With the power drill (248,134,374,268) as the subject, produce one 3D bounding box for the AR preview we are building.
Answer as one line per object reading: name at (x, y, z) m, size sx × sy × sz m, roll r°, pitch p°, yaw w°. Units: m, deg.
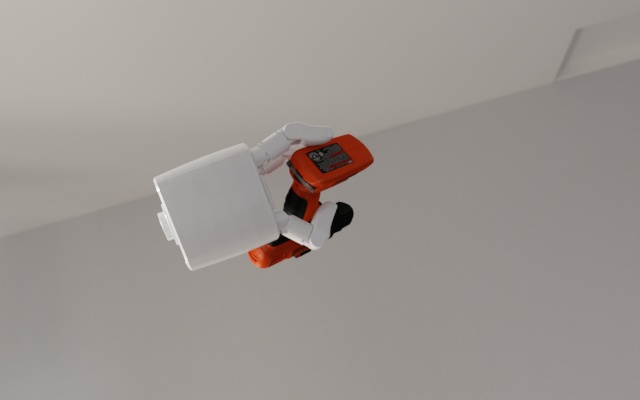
power drill at (0.000, 0.002, 0.631) m, size 0.184 × 0.057 × 0.188 m, roll -25°, pitch -27°, yaw -38°
